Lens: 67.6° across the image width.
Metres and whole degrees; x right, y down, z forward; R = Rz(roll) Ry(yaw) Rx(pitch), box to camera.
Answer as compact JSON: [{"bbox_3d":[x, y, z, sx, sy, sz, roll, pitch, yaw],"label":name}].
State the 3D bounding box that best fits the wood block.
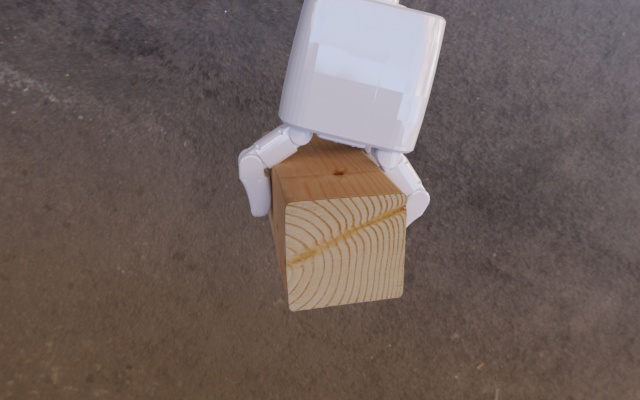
[{"bbox_3d":[0.000,0.001,0.440,0.091,0.090,0.206,-5,22,-9],"label":"wood block"}]
